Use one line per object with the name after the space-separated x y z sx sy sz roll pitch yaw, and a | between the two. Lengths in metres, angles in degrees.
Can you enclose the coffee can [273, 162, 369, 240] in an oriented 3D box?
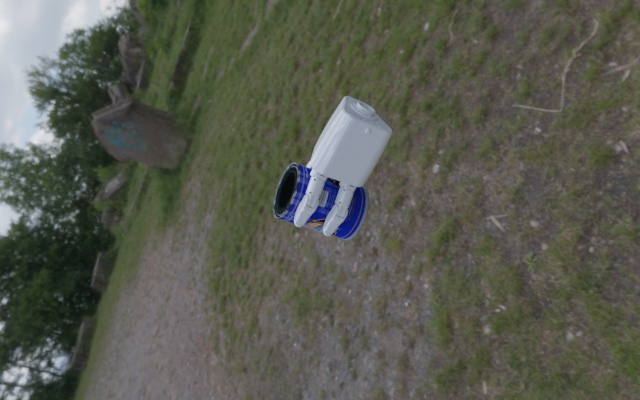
0.000 0.003 0.848 0.140 0.103 0.103 19 -7 -22 | coffee can
